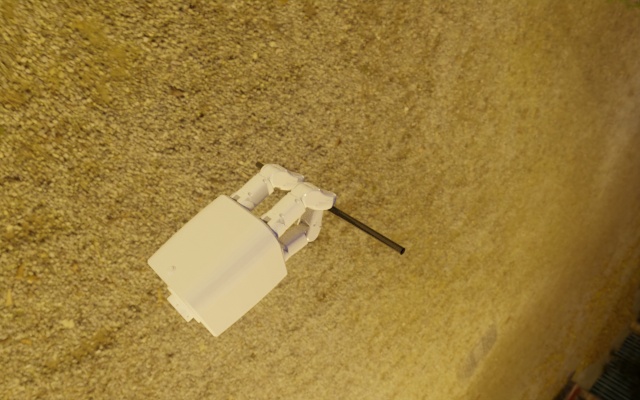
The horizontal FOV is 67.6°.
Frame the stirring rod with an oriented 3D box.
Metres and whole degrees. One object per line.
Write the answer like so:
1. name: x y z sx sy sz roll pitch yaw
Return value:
1. stirring rod: 0.000 0.002 0.546 0.239 0.011 0.011 31 20 38
